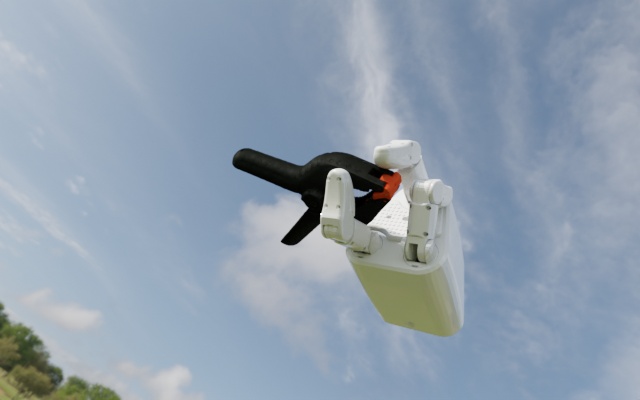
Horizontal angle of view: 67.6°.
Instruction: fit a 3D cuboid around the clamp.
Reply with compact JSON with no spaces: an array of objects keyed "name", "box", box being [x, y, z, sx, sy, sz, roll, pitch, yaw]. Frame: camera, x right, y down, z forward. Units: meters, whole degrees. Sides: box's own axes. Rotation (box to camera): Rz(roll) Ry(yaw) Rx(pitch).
[{"name":"clamp","box":[0.000,0.001,0.462,0.171,0.120,0.039,5,47,35]}]
